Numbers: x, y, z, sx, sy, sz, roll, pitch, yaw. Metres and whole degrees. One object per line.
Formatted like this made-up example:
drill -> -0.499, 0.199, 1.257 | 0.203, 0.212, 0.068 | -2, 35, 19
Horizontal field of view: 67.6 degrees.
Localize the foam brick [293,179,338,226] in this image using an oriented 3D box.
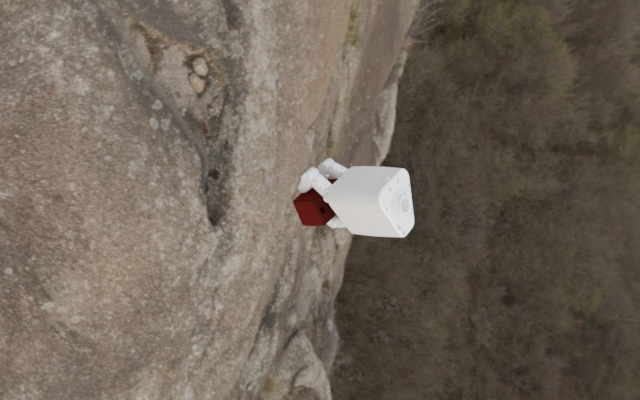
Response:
foam brick -> 0.000, 0.003, 0.843 | 0.051, 0.053, 0.078 | 1, 34, 44
